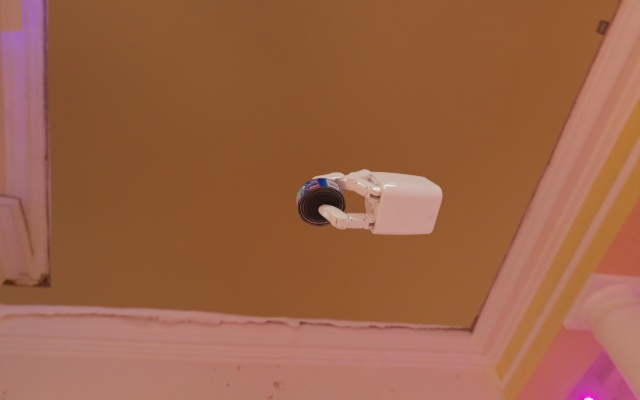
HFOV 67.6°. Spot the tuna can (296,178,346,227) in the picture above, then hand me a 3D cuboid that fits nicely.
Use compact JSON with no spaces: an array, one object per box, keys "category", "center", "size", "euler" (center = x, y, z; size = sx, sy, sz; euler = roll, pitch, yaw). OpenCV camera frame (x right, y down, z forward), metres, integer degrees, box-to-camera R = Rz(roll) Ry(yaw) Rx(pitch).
[{"category":"tuna can","center":[0.000,0.002,0.850],"size":[0.086,0.086,0.033],"euler":[0,35,-11]}]
